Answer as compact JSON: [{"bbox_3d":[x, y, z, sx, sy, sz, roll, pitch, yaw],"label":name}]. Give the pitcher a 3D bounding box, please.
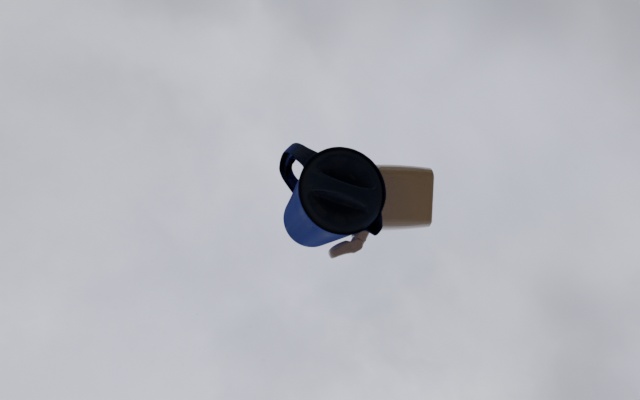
[{"bbox_3d":[0.000,0.003,0.801,0.145,0.149,0.243,0,-13,-14],"label":"pitcher"}]
